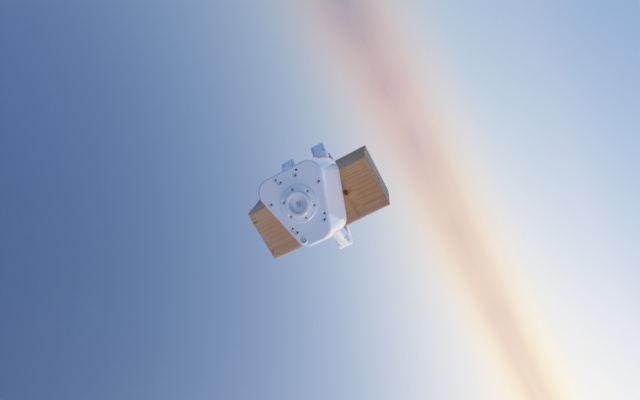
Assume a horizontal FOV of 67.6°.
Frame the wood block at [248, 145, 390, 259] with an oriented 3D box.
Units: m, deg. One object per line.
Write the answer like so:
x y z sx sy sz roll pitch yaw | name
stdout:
0.000 0.003 0.780 0.206 0.091 0.090 -26 12 13 | wood block
